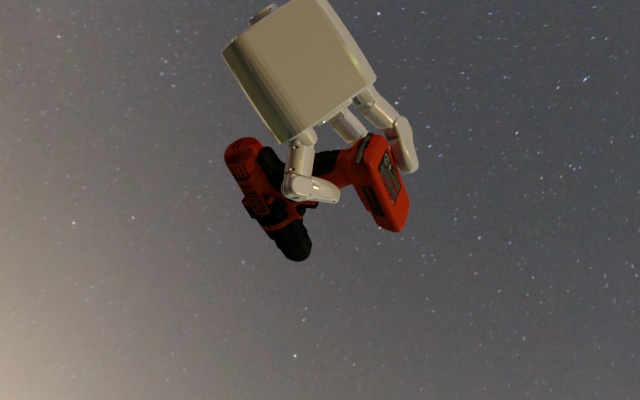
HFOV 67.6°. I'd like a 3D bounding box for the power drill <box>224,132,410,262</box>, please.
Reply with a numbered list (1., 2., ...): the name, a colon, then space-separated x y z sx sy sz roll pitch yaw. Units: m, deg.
1. power drill: 0.000 0.002 0.543 0.187 0.184 0.057 -6 40 29
